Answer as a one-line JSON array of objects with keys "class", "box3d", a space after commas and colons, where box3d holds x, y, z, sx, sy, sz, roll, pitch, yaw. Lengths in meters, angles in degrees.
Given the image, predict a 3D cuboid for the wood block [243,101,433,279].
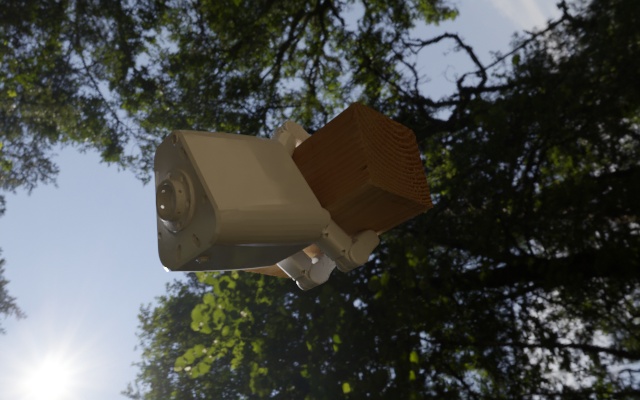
[{"class": "wood block", "box3d": [0.000, 0.001, 0.496, 0.090, 0.090, 0.206, 17, -36, -40]}]
